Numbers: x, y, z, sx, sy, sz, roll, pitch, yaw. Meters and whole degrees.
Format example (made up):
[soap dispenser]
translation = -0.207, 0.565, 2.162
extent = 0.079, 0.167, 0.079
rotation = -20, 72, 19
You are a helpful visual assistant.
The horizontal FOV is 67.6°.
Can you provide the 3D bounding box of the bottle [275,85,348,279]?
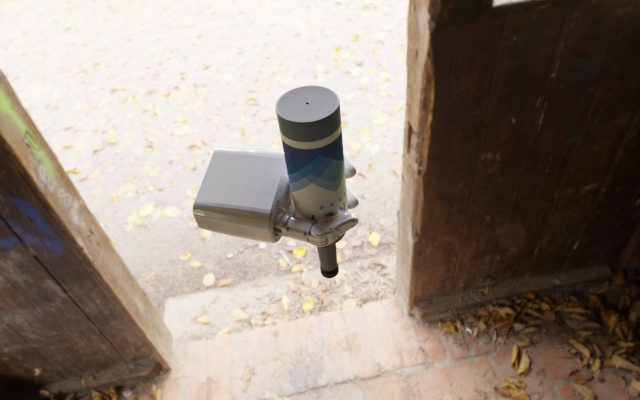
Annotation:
[bottle]
translation = 0.000, 0.002, 0.591
extent = 0.069, 0.069, 0.296
rotation = 0, -43, 7
